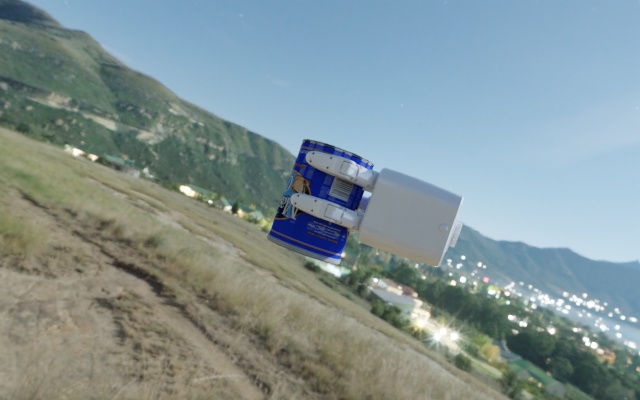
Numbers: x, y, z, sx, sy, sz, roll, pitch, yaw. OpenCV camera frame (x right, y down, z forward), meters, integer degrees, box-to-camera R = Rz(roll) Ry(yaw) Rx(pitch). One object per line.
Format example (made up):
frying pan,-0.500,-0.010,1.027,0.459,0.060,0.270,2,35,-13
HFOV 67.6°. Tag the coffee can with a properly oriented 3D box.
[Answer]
coffee can,0.000,0.002,0.638,0.103,0.140,0.103,20,-2,1
